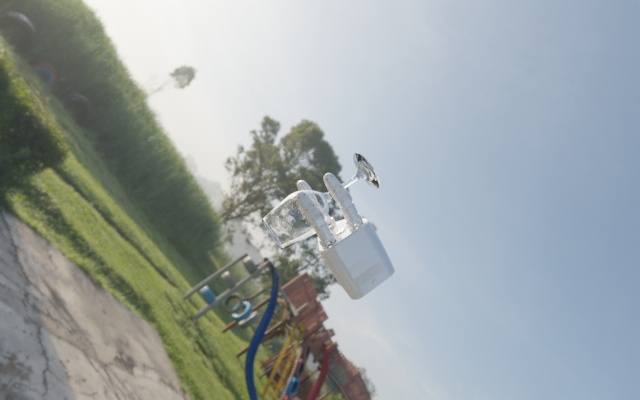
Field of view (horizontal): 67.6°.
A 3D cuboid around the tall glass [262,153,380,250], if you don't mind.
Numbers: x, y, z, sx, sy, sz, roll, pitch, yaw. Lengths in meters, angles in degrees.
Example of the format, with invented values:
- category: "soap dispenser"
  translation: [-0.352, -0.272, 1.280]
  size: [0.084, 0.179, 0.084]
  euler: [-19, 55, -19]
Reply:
- category: "tall glass"
  translation: [0.001, 0.002, 0.814]
  size: [0.201, 0.079, 0.079]
  euler: [-34, 7, -11]
